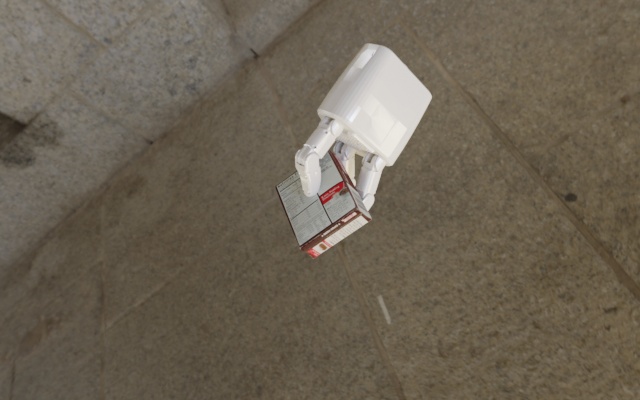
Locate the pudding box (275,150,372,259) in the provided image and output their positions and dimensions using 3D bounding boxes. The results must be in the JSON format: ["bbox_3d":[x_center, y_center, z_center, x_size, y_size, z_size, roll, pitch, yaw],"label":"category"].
[{"bbox_3d":[0.000,0.002,0.601,0.090,0.113,0.039,-36,-42,13],"label":"pudding box"}]
